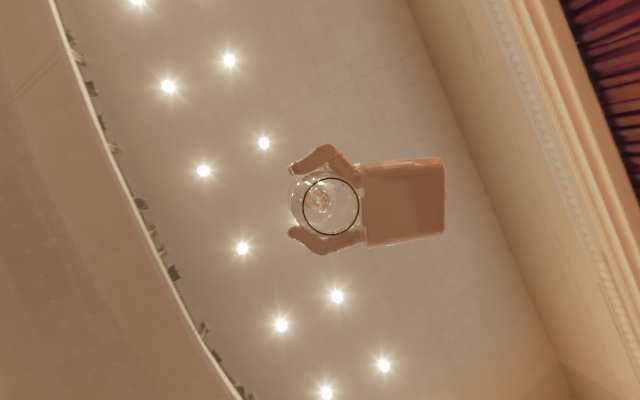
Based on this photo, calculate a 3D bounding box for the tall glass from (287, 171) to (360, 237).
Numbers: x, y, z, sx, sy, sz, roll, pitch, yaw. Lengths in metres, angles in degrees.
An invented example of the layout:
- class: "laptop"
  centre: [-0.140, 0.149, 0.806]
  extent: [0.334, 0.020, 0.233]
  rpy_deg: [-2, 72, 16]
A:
- class: "tall glass"
  centre: [0.000, 0.002, 0.601]
  extent: [0.079, 0.079, 0.201]
  rpy_deg: [0, 3, -6]
